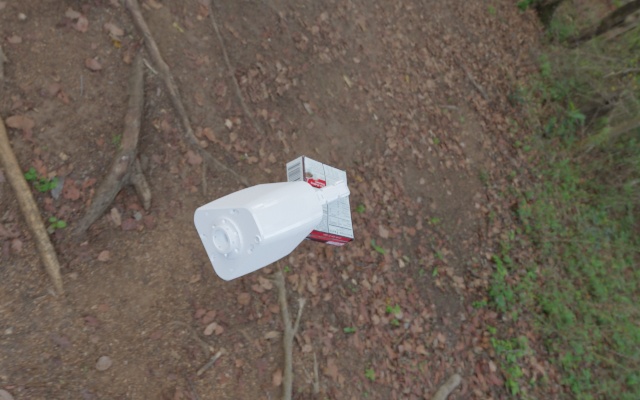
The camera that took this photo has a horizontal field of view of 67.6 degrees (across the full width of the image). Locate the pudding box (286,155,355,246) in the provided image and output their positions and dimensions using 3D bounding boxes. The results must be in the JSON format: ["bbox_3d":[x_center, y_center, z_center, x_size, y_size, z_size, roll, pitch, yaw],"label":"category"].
[{"bbox_3d":[0.000,0.002,0.669,0.090,0.113,0.039,17,-30,-42],"label":"pudding box"}]
